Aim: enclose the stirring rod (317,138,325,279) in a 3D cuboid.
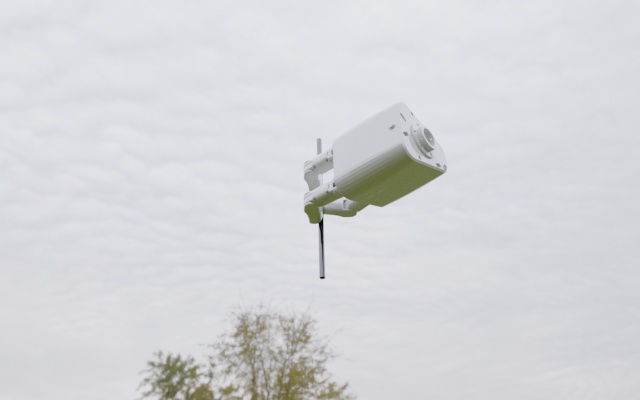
[{"bbox_3d":[0.000,0.002,0.692,0.011,0.239,0.011,-1,-34,-1],"label":"stirring rod"}]
